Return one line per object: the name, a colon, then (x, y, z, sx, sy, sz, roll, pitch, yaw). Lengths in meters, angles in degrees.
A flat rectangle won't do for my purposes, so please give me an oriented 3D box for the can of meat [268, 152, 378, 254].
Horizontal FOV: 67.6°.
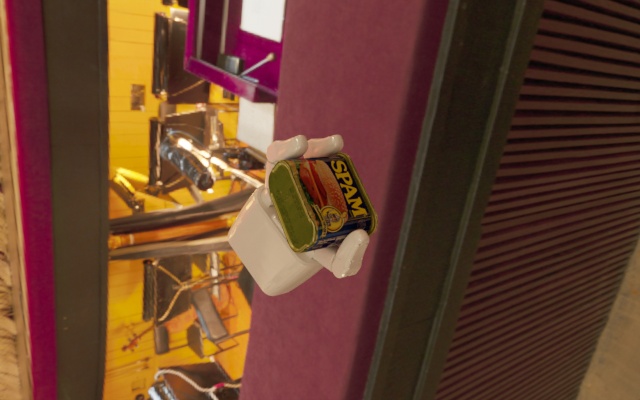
can of meat: (0.000, 0.002, 0.509, 0.084, 0.102, 0.057, -8, -23, -37)
